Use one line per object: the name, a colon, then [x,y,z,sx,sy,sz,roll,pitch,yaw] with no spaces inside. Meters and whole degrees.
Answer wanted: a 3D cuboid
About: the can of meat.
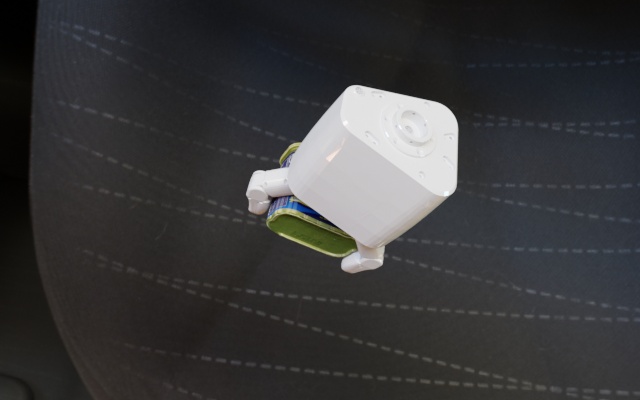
can of meat: [0.000,0.002,0.498,0.102,0.084,0.057,23,-34,-19]
